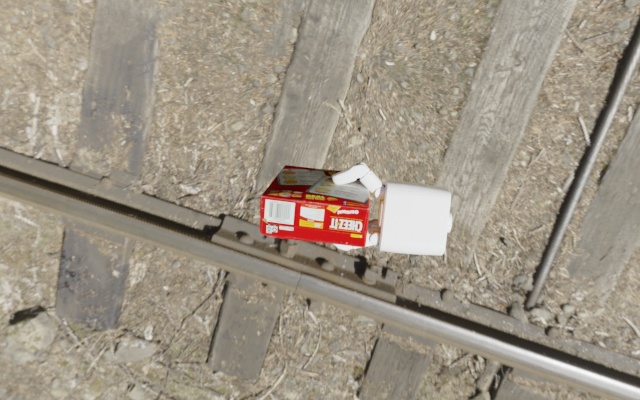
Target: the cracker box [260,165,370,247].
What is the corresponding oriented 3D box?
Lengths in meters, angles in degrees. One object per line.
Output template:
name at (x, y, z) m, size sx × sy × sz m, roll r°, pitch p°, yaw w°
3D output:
cracker box at (0.000, 0.003, 0.804) m, size 0.164 × 0.072 × 0.213 m, roll 6°, pitch 17°, yaw 4°
